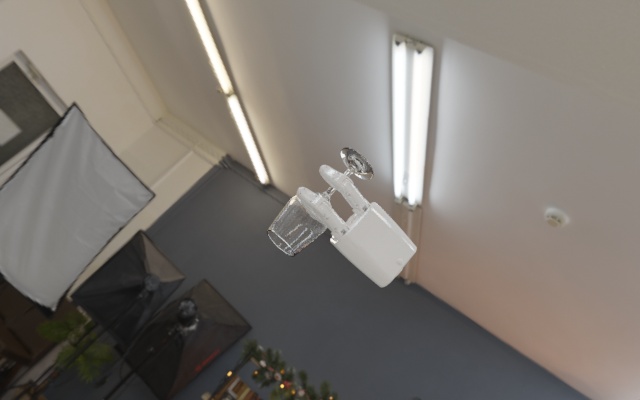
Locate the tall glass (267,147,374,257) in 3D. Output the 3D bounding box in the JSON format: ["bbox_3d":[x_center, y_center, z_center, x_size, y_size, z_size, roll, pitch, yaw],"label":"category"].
[{"bbox_3d":[0.000,0.002,0.805,0.201,0.079,0.079,-46,19,-20],"label":"tall glass"}]
